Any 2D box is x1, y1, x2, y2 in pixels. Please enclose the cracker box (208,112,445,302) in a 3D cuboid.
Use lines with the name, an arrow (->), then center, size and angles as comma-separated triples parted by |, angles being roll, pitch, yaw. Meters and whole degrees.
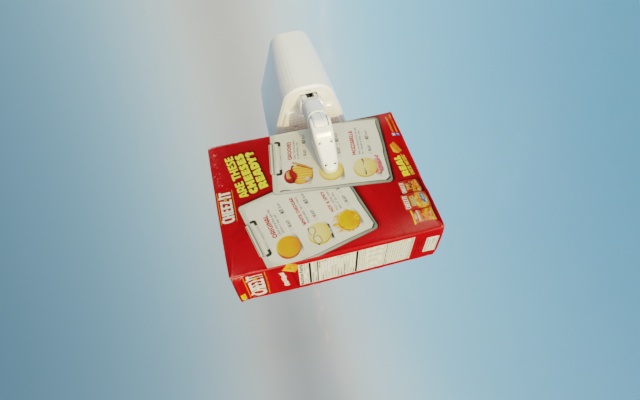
cracker box -> 0.000, 0.002, 0.517 | 0.213, 0.164, 0.072 | -13, -34, -6
